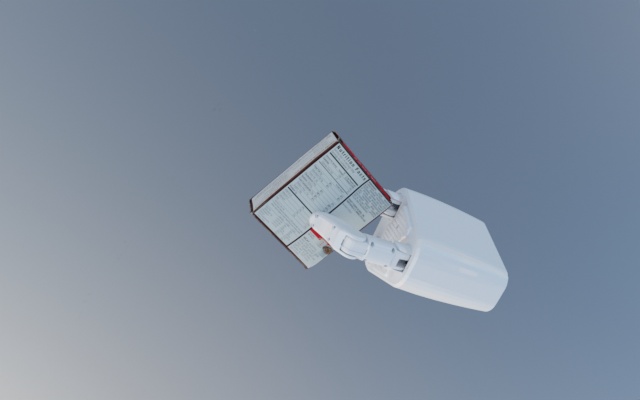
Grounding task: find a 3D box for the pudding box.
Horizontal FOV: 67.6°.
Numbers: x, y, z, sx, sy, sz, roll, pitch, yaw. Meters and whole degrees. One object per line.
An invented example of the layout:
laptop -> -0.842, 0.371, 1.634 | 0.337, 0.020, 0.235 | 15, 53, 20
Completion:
pudding box -> 0.000, 0.002, 0.473 | 0.113, 0.090, 0.039 | -39, 22, 6
